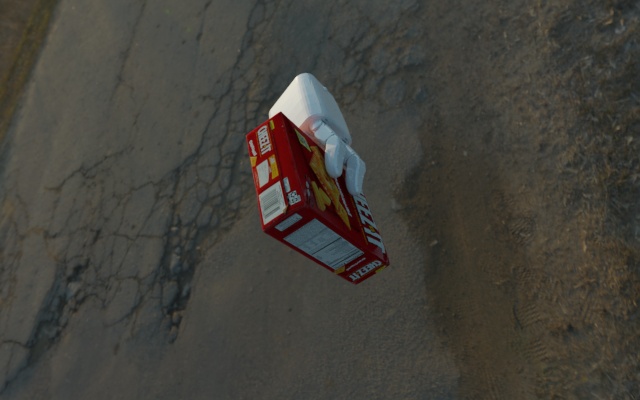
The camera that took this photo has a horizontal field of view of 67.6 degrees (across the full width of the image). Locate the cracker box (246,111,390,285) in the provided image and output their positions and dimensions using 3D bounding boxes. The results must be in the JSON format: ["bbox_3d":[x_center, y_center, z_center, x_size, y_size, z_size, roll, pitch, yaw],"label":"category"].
[{"bbox_3d":[0.000,0.002,0.657,0.072,0.164,0.214,-32,-40,20],"label":"cracker box"}]
